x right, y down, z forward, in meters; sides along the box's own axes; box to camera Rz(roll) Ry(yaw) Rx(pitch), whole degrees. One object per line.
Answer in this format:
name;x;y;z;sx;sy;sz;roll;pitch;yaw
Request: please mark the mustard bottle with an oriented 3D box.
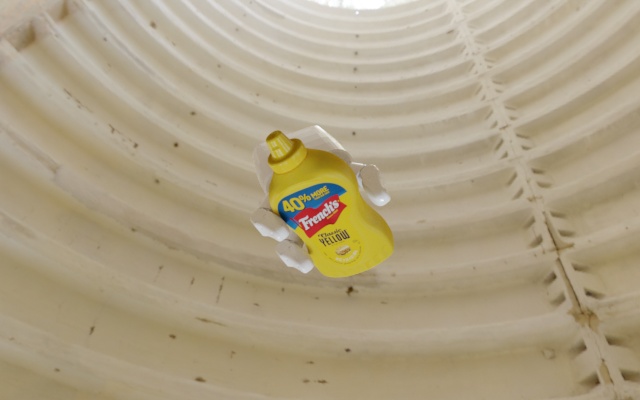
mustard bottle;0.000;0.002;0.519;0.096;0.192;0.058;-21;35;21
